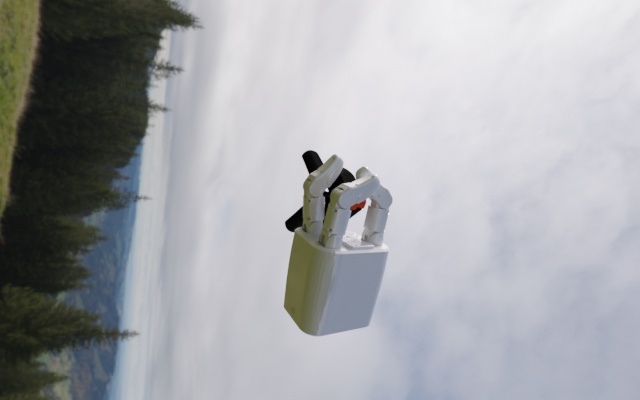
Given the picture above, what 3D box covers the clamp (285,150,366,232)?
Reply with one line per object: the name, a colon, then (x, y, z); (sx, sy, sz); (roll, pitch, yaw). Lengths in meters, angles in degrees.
clamp: (0.001, 0.002, 0.631); (0.039, 0.120, 0.171); (9, 10, -24)
